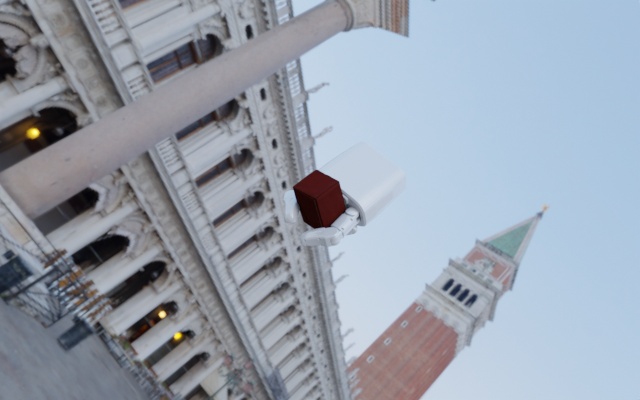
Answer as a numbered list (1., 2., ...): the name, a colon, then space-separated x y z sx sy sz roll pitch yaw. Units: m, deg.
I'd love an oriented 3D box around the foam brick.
1. foam brick: 0.000 0.002 0.727 0.051 0.078 0.053 -38 47 -24
